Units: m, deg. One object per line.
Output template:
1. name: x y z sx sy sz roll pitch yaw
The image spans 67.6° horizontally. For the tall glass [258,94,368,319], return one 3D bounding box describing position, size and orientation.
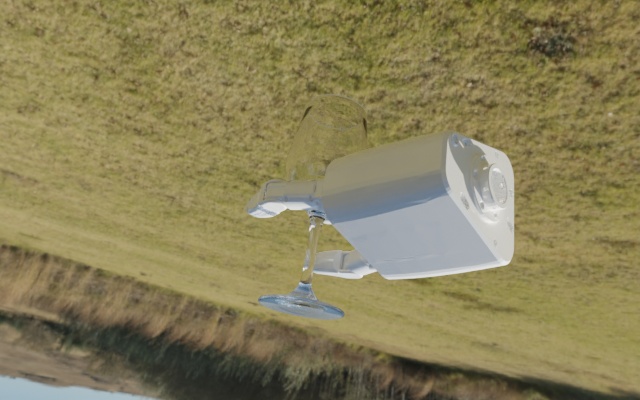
1. tall glass: 0.000 0.002 0.442 0.079 0.201 0.079 8 -23 4
